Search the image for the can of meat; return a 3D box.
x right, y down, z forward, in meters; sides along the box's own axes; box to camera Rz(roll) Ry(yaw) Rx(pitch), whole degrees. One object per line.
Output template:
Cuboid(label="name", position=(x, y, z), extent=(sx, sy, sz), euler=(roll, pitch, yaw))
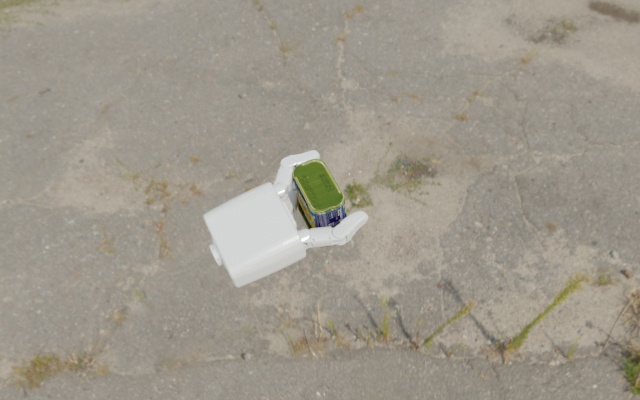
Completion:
Cuboid(label="can of meat", position=(0.000, 0.002, 0.696), extent=(0.057, 0.102, 0.084), euler=(-23, -37, -9))
